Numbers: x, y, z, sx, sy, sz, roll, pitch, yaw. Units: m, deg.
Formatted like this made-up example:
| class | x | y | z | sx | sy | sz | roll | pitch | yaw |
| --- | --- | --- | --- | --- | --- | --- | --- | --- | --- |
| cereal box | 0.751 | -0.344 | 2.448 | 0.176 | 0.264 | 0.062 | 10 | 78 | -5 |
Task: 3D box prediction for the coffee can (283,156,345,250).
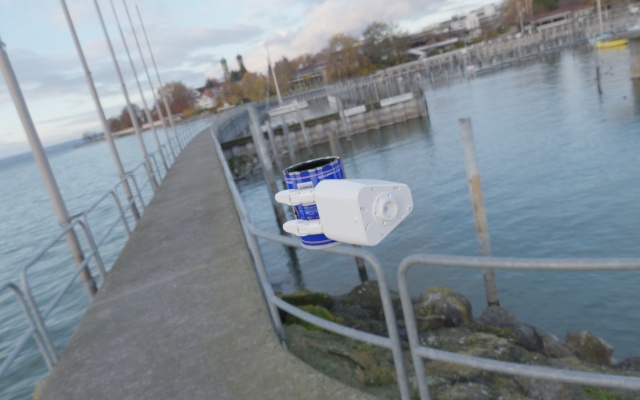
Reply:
| class | x | y | z | sx | sy | sz | roll | pitch | yaw |
| --- | --- | --- | --- | --- | --- | --- | --- | --- | --- |
| coffee can | 0.000 | 0.003 | 0.846 | 0.103 | 0.140 | 0.102 | -13 | 14 | 3 |
